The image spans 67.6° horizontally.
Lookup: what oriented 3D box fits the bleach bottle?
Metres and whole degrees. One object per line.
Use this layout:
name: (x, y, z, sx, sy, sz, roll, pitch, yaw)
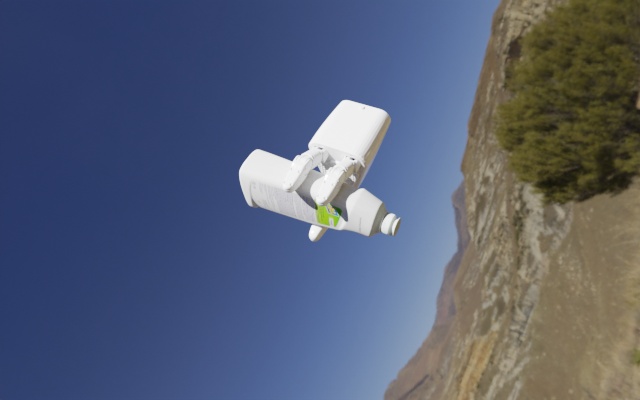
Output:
bleach bottle: (0.000, 0.002, 0.729, 0.251, 0.068, 0.103, 20, -32, 21)
